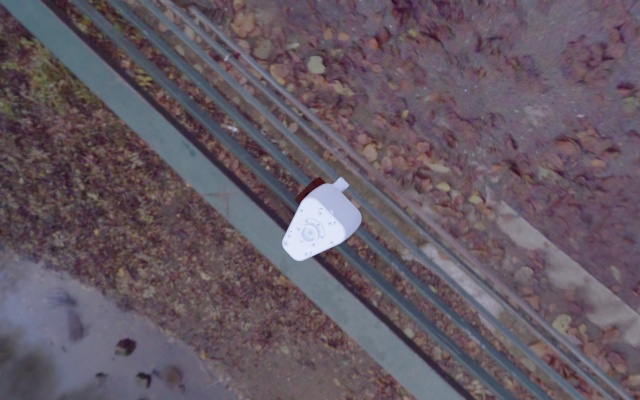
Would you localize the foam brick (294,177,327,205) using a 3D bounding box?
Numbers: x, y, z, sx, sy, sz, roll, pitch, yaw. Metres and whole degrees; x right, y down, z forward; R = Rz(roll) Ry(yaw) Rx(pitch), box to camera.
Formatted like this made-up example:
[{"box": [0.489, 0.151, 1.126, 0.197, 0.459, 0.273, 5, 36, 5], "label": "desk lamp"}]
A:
[{"box": [0.000, 0.003, 0.897, 0.053, 0.078, 0.051, -45, -4, 21], "label": "foam brick"}]
